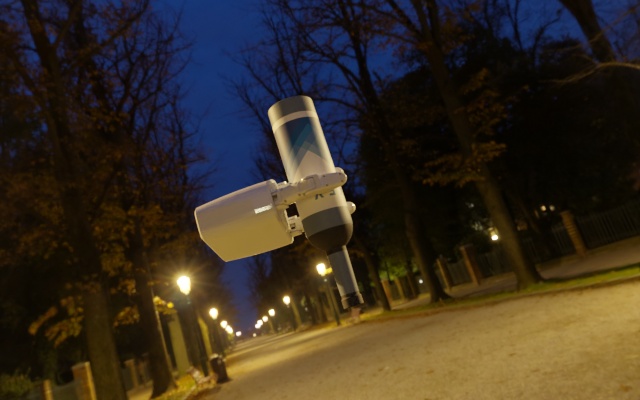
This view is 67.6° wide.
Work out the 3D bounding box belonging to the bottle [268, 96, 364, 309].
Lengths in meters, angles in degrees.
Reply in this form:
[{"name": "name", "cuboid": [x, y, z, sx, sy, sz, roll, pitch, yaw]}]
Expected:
[{"name": "bottle", "cuboid": [0.000, 0.002, 0.657, 0.069, 0.295, 0.069, -17, -13, -4]}]
